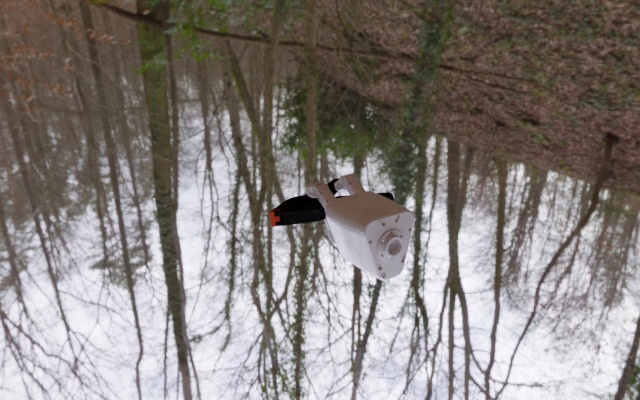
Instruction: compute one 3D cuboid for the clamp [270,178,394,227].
[{"bbox_3d":[0.000,0.004,0.848,0.210,0.036,0.164,-15,19,-26],"label":"clamp"}]
